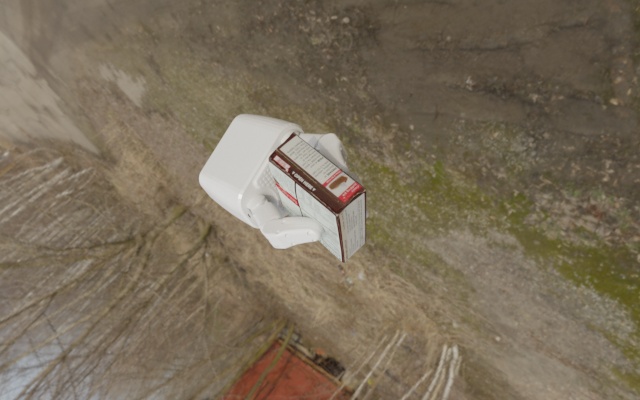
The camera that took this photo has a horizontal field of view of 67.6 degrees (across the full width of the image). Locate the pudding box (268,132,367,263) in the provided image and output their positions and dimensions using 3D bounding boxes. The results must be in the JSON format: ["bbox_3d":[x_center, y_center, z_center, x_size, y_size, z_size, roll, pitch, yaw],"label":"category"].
[{"bbox_3d":[0.000,0.002,0.452,0.090,0.039,0.113,39,-17,22],"label":"pudding box"}]
